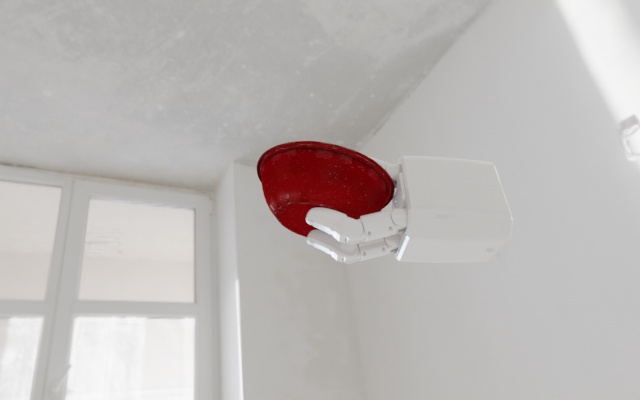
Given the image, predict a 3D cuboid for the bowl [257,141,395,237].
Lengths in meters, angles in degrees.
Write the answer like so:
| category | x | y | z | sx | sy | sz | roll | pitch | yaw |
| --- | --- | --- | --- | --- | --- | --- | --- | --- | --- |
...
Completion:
| category | x | y | z | sx | sy | sz | roll | pitch | yaw |
| --- | --- | --- | --- | --- | --- | --- | --- | --- | --- |
| bowl | -0.001 | 0.002 | 0.540 | 0.162 | 0.055 | 0.162 | 10 | -28 | 5 |
